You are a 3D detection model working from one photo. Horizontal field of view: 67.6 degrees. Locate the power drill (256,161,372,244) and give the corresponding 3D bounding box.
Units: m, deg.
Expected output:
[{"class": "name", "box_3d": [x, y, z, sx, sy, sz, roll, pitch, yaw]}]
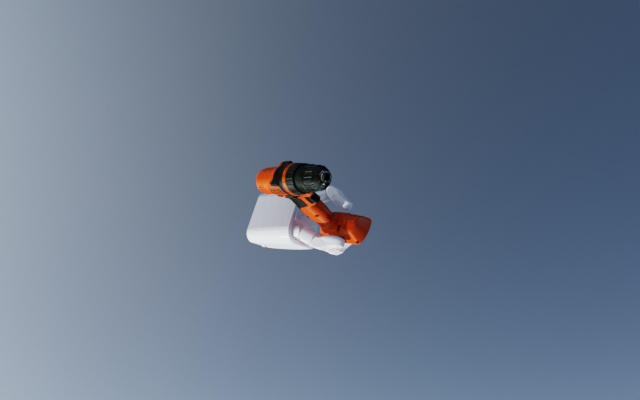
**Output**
[{"class": "power drill", "box_3d": [0.000, 0.003, 0.804, 0.188, 0.057, 0.184, 41, -21, -29]}]
